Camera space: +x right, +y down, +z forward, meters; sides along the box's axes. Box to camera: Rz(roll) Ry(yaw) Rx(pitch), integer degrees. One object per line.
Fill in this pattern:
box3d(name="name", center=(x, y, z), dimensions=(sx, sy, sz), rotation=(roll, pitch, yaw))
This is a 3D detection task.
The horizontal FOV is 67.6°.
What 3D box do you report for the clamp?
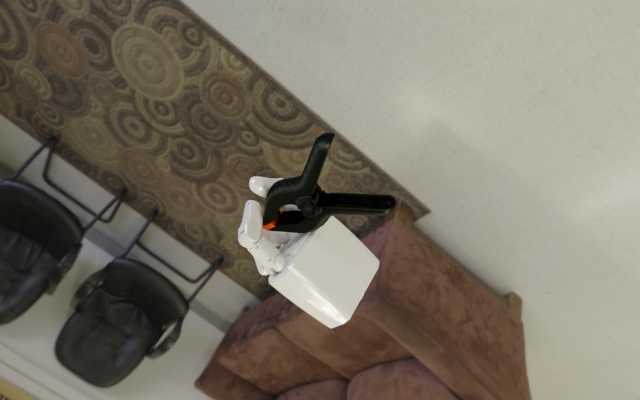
box3d(name="clamp", center=(0.000, 0.002, 0.558), dimensions=(0.171, 0.120, 0.039), rotation=(-35, 19, 44))
